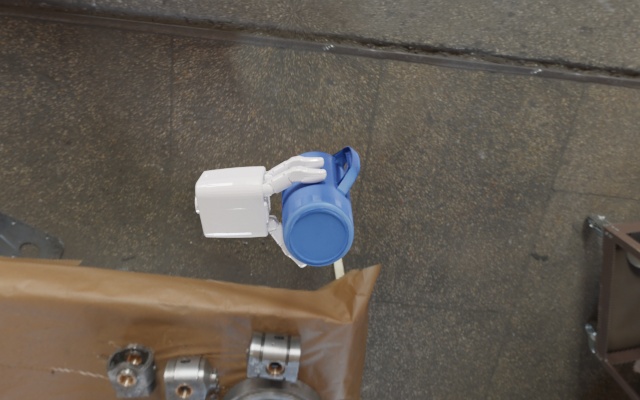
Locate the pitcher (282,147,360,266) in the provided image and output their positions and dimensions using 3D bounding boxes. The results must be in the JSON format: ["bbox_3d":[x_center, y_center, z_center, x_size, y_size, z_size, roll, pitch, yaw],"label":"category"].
[{"bbox_3d":[0.000,0.003,0.819,0.145,0.149,0.242,-2,22,-1],"label":"pitcher"}]
